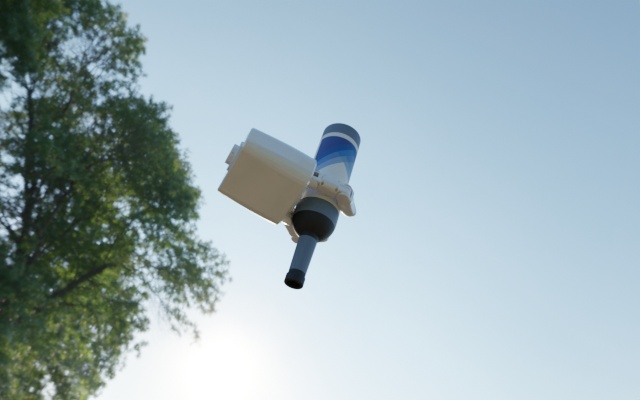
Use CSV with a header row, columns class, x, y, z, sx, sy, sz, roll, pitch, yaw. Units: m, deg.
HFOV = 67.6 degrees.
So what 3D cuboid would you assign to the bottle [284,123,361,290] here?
class,x,y,z,sx,sy,sz,roll,pitch,yaw
bottle,0.000,0.002,0.730,0.069,0.295,0.069,11,-38,9
